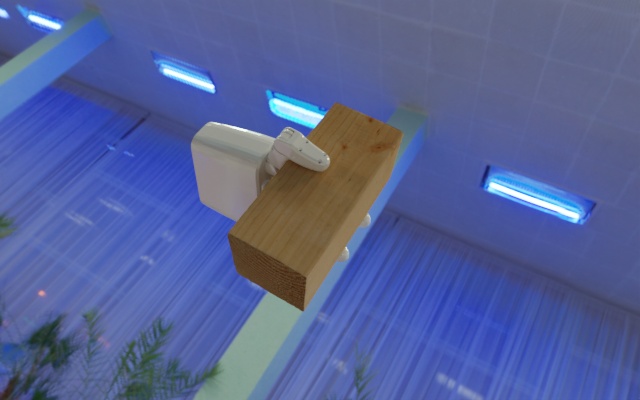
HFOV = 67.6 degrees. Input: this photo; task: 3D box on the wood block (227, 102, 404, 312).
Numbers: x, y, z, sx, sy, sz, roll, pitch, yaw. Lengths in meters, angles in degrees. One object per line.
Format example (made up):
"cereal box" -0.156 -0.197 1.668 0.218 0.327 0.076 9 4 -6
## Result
"wood block" 0.000 0.001 0.522 0.090 0.206 0.091 27 -30 15
